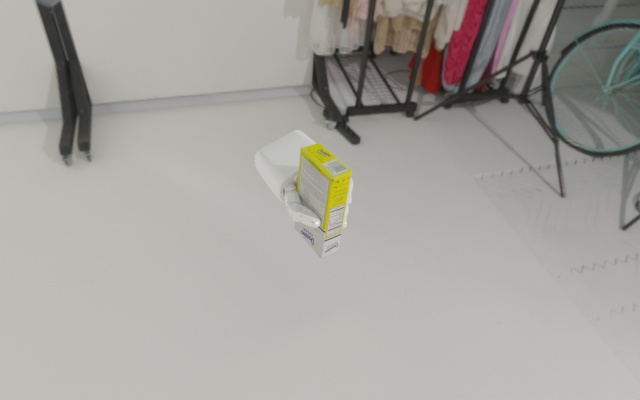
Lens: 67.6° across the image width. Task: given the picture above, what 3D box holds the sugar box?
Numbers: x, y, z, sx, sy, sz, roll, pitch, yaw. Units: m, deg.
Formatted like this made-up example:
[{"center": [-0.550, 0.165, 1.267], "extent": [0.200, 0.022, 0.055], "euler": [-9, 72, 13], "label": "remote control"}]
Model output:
[{"center": [0.001, 0.002, 0.804], "extent": [0.048, 0.176, 0.093], "euler": [-21, 48, -27], "label": "sugar box"}]
